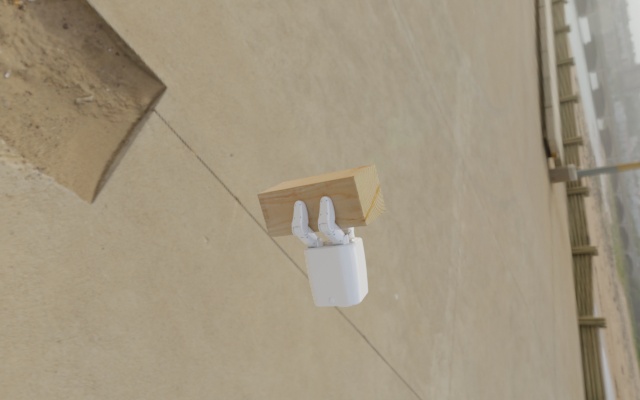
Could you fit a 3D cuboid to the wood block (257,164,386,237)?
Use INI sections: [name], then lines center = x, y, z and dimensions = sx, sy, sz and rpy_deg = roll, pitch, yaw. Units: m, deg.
[wood block]
center = 0.000, 0.003, 0.871
dimensions = 0.206, 0.090, 0.091
rpy_deg = -9, 11, 32
